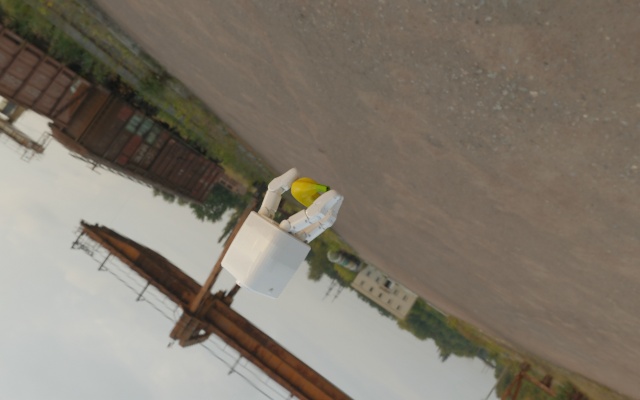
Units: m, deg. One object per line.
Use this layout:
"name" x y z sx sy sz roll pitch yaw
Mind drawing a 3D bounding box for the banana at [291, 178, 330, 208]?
"banana" -0.016 -0.007 0.843 0.069 0.037 0.198 30 -6 7
